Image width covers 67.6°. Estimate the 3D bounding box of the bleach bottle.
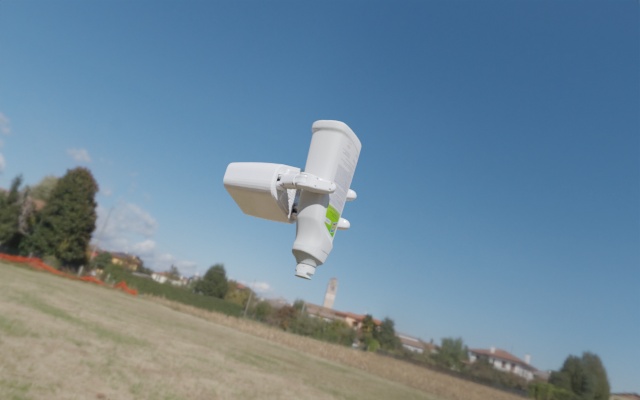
[{"bbox_3d":[0.000,0.003,0.783,0.068,0.250,0.103,6,-18,30],"label":"bleach bottle"}]
